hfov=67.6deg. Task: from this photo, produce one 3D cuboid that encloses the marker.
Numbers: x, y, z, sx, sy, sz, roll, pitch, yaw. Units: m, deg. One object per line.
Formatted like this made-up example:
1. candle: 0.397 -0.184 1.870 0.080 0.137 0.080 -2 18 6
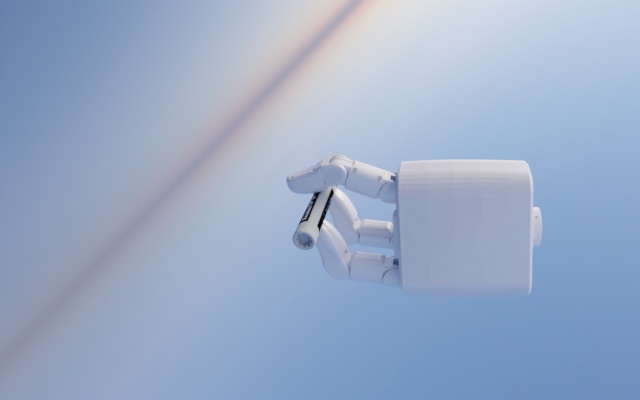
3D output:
1. marker: 0.000 0.001 0.428 0.020 0.020 0.121 0 31 15
